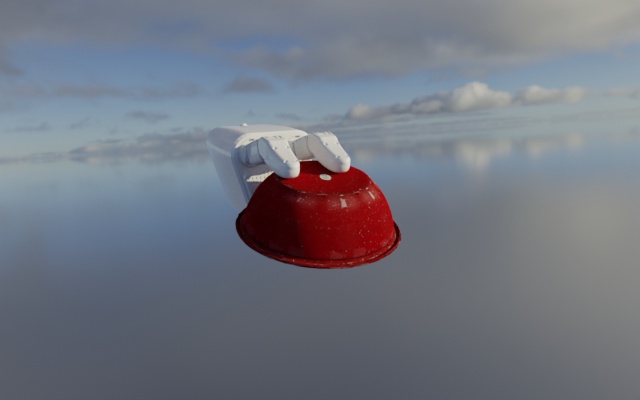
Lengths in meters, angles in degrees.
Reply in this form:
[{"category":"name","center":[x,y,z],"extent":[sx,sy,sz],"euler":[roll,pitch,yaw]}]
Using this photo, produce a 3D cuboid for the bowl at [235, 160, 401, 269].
[{"category":"bowl","center":[0.001,0.002,0.459],"extent":[0.162,0.055,0.162],"euler":[4,23,-2]}]
